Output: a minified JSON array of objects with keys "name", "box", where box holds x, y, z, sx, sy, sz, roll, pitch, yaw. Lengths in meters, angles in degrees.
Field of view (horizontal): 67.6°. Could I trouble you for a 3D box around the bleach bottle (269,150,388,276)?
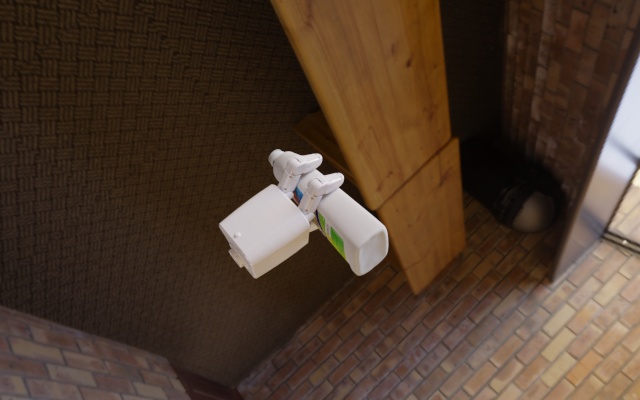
[{"name":"bleach bottle","box":[0.000,0.002,0.768,0.068,0.250,0.103,-36,-33,-16]}]
